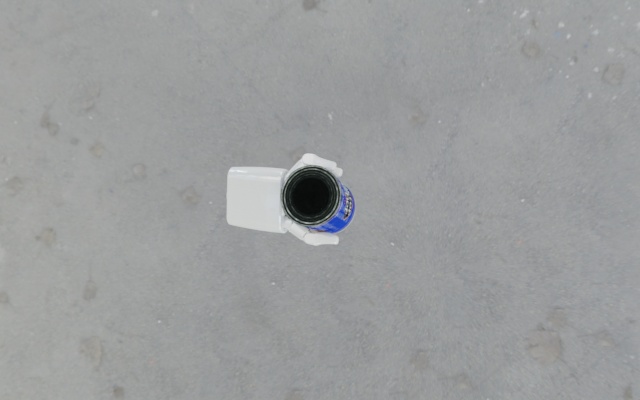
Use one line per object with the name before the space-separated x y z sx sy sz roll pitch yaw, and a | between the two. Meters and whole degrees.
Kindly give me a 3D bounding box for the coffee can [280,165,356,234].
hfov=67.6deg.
coffee can | 0.000 0.003 0.834 0.103 0.103 0.140 0 -9 14
